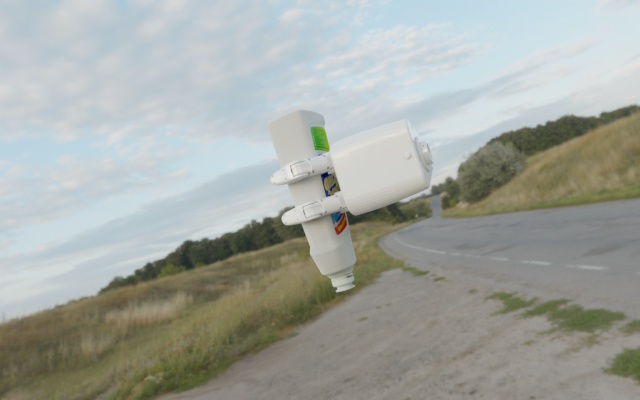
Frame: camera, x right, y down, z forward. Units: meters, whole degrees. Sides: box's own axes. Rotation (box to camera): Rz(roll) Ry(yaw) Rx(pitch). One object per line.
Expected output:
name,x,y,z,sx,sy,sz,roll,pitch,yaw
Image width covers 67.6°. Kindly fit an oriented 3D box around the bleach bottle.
bleach bottle,0.000,0.002,0.674,0.068,0.251,0.102,-19,-4,20
